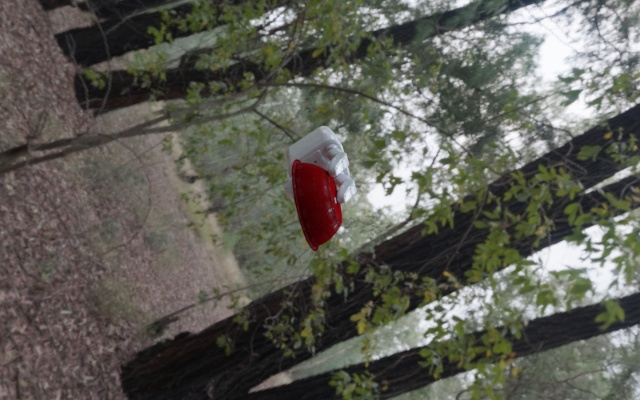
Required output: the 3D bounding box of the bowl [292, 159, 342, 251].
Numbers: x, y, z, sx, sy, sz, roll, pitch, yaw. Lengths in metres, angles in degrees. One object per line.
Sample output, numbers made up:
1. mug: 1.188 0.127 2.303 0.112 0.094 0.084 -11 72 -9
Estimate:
1. bowl: 0.001 0.003 0.816 0.055 0.162 0.162 -12 -2 10
